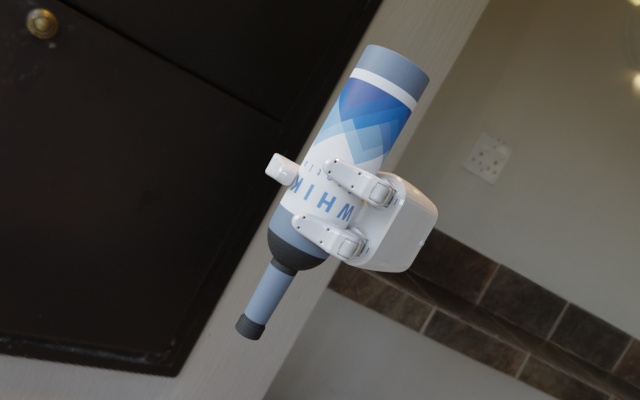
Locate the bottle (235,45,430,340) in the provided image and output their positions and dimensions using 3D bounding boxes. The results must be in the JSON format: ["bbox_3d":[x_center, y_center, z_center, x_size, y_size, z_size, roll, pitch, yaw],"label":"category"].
[{"bbox_3d":[0.000,0.001,0.454,0.069,0.296,0.069,29,5,-3],"label":"bottle"}]
